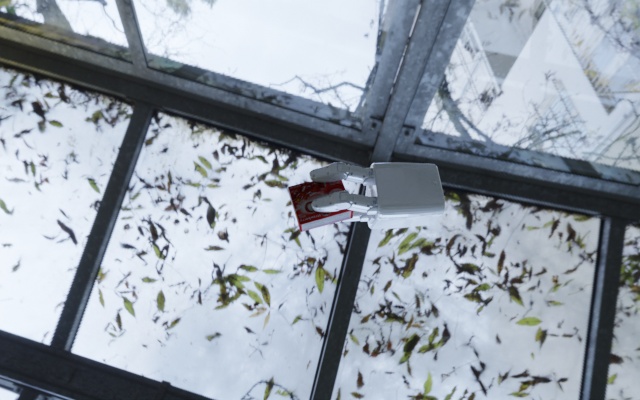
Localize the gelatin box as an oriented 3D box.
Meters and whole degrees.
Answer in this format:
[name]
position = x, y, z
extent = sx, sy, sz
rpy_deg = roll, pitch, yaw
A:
[gelatin box]
position = 0.000, 0.003, 0.760
extent = 0.089, 0.073, 0.030
rpy_deg = -15, -30, -7
